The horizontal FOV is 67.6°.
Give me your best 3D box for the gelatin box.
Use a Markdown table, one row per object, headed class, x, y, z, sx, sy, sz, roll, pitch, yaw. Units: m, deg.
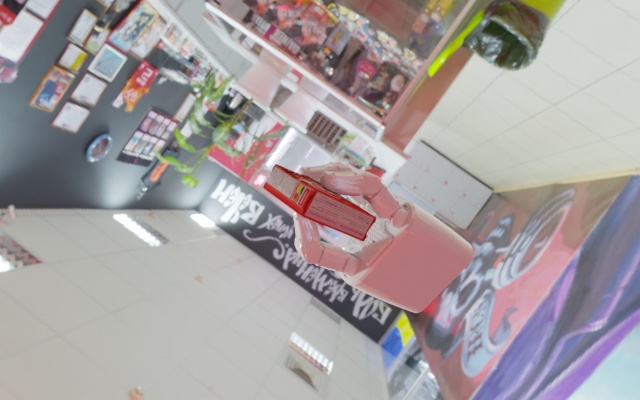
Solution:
| class | x | y | z | sx | sy | sz | roll | pitch | yaw |
| --- | --- | --- | --- | --- | --- | --- | --- | --- | --- |
| gelatin box | 0.000 | 0.002 | 0.461 | 0.089 | 0.030 | 0.073 | 23 | 7 | -41 |
